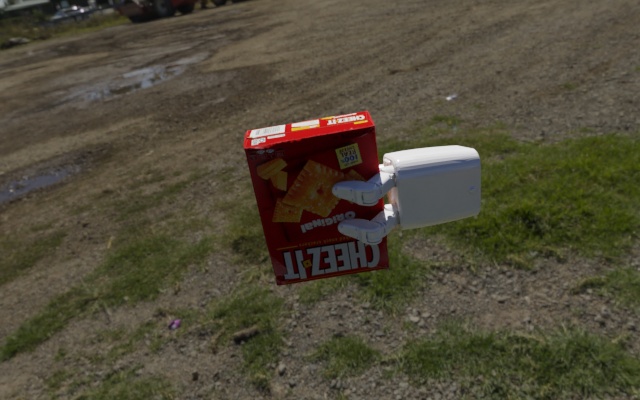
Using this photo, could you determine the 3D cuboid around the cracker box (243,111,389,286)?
[{"bbox_3d":[0.000,0.002,0.642,0.164,0.214,0.072,-9,27,1],"label":"cracker box"}]
